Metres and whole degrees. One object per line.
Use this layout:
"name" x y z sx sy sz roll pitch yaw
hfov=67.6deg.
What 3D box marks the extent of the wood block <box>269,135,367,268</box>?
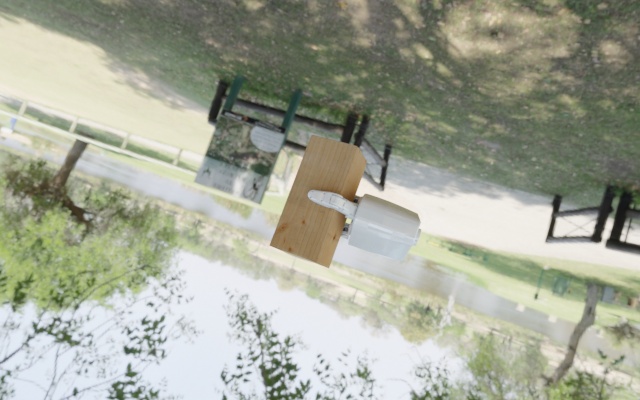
"wood block" 0.000 0.003 0.837 0.090 0.206 0.091 17 -9 20
